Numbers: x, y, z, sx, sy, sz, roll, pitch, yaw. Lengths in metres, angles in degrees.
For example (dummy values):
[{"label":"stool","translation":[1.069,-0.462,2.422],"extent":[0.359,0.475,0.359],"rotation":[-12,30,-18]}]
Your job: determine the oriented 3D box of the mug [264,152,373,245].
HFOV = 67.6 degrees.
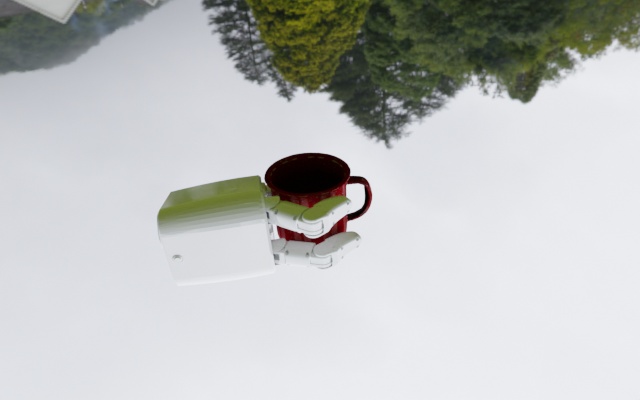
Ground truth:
[{"label":"mug","translation":[0.002,0.002,0.535],"extent":[0.117,0.082,0.093],"rotation":[-8,33,-6]}]
